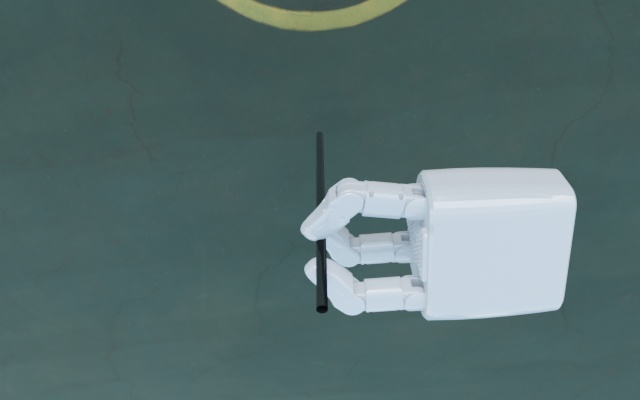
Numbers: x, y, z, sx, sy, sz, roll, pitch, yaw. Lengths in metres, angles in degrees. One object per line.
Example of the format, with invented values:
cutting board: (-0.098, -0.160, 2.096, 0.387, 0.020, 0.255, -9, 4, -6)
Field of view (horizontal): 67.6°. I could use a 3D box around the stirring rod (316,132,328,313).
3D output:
stirring rod: (0.000, 0.001, 0.415, 0.011, 0.011, 0.239, 0, 37, -1)
